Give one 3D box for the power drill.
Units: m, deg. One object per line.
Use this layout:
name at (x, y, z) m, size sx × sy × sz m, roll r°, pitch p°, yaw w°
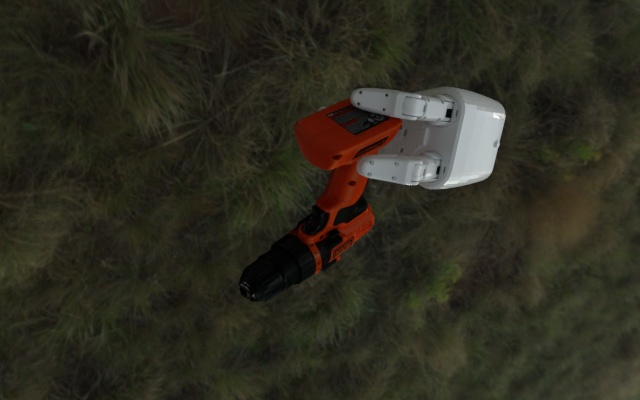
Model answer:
power drill at (0.000, 0.001, 0.466) m, size 0.057 × 0.188 × 0.184 m, roll 38°, pitch 48°, yaw 22°
